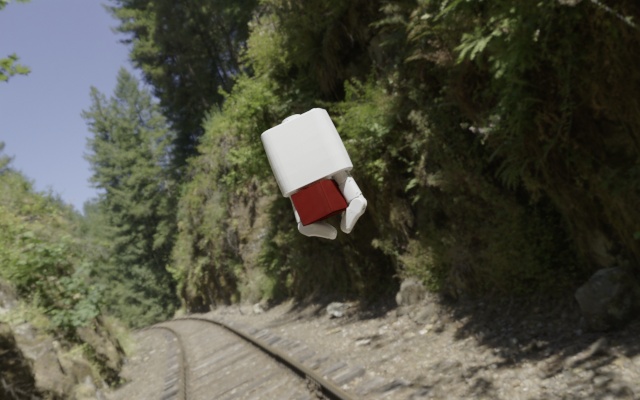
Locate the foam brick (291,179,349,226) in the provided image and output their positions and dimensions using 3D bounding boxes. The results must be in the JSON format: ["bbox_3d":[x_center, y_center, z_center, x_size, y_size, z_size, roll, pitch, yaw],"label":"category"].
[{"bbox_3d":[0.000,0.002,0.719,0.053,0.051,0.078,-24,-4,22],"label":"foam brick"}]
